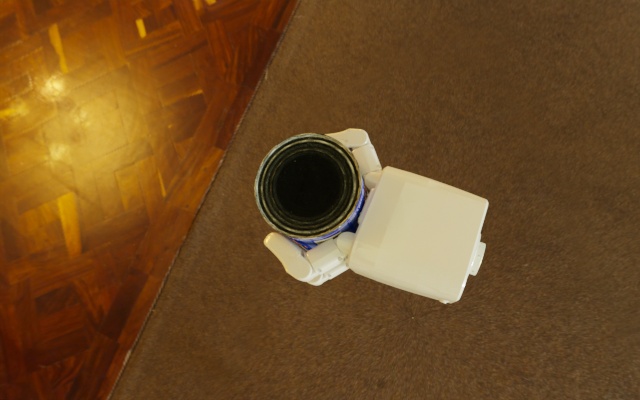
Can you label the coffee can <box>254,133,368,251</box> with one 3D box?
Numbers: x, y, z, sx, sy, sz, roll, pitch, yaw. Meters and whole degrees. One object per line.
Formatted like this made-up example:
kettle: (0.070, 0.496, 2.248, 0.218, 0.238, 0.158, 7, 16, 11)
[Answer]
coffee can: (0.000, 0.002, 0.508, 0.103, 0.102, 0.140, 0, -13, 11)
